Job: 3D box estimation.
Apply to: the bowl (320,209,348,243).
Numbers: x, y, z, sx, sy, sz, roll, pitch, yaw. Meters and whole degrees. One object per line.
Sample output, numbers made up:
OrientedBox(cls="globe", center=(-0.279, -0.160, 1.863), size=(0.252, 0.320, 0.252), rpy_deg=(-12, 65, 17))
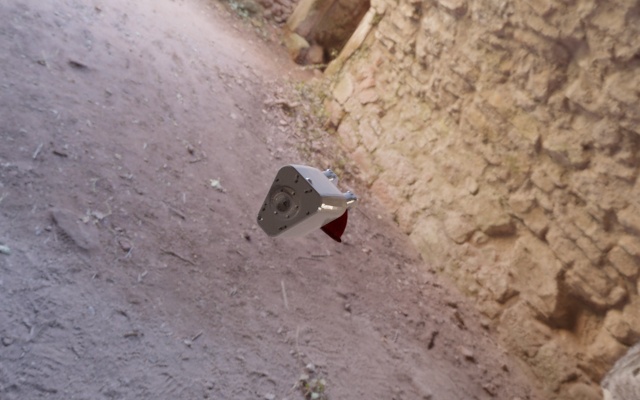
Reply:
OrientedBox(cls="bowl", center=(0.001, 0.003, 0.890), size=(0.055, 0.162, 0.162), rpy_deg=(-44, -4, 4))
